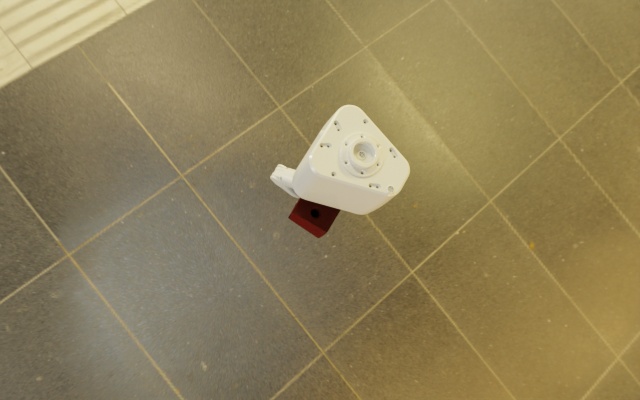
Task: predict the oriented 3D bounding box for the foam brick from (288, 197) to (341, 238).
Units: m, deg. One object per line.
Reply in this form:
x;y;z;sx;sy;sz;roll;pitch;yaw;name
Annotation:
0.000;0.002;0.637;0.053;0.078;0.051;32;-15;-4;foam brick
